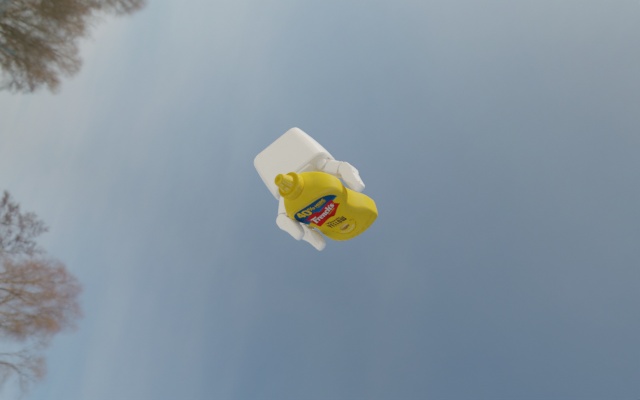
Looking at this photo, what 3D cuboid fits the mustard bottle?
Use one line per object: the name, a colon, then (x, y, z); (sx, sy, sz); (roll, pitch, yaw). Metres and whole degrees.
mustard bottle: (0.000, 0.003, 0.746); (0.096, 0.058, 0.192); (-31, -39, 27)
